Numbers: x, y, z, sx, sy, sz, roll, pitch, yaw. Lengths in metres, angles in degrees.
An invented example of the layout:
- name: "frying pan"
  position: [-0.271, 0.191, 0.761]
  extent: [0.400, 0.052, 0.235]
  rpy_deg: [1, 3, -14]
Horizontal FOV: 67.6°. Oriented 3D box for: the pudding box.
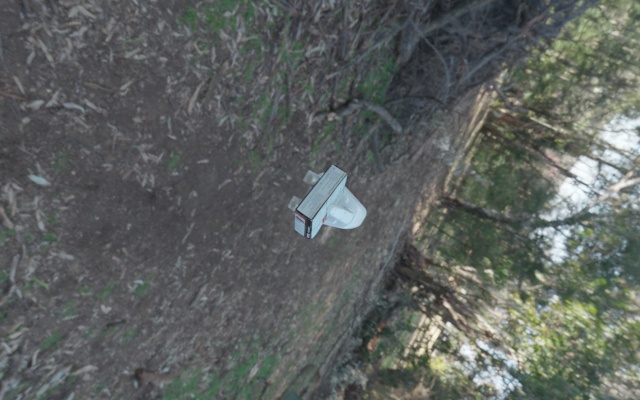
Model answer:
- name: "pudding box"
  position: [0.000, 0.003, 0.833]
  extent: [0.039, 0.113, 0.090]
  rpy_deg: [31, -24, 12]
